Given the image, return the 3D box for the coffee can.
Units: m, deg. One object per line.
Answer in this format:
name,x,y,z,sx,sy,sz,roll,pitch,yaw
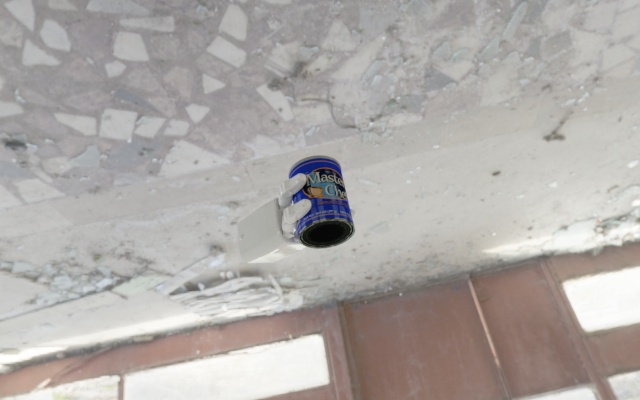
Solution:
coffee can,0.000,0.003,0.877,0.103,0.140,0.103,-8,-33,-5
